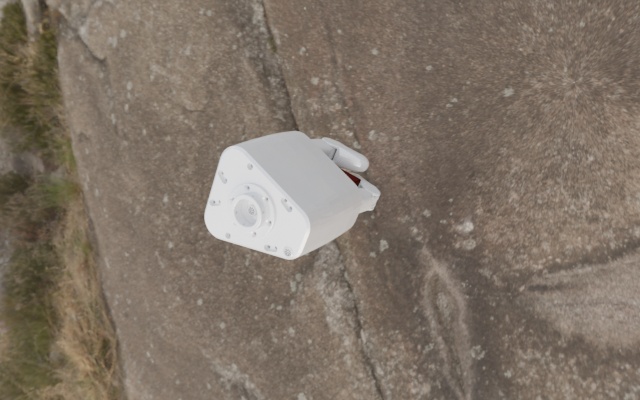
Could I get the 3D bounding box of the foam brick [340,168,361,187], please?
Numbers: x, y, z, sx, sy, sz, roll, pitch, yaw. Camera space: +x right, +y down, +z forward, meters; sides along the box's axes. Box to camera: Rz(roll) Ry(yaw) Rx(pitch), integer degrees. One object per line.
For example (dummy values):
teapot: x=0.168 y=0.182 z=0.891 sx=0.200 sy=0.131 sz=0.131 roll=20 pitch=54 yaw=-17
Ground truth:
foam brick: x=0.000 y=0.002 z=0.531 sx=0.053 sy=0.078 sz=0.051 roll=30 pitch=25 yaw=19
